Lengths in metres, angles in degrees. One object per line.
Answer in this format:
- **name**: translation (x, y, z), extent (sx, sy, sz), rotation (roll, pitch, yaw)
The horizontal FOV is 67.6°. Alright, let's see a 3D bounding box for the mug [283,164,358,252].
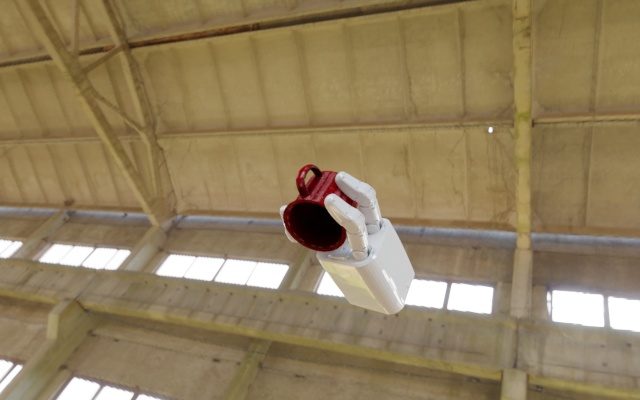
- **mug**: translation (-0.001, 0.001, 0.671), extent (0.093, 0.117, 0.081), rotation (-11, 32, 33)
